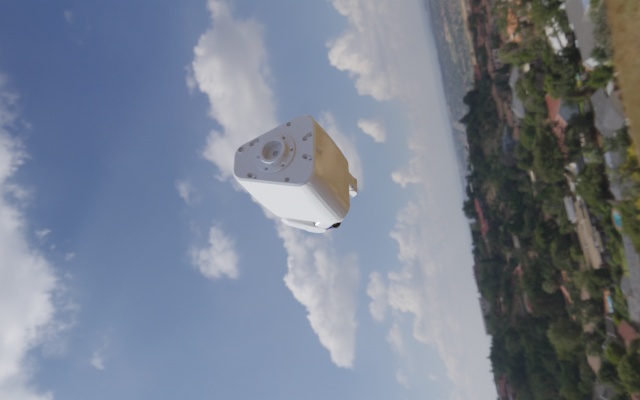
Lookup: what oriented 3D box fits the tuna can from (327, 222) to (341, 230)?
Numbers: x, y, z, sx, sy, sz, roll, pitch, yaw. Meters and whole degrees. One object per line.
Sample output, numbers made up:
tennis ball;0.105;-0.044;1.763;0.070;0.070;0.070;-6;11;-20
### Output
tuna can;0.000;0.002;0.707;0.034;0.086;0.086;-14;-5;21
